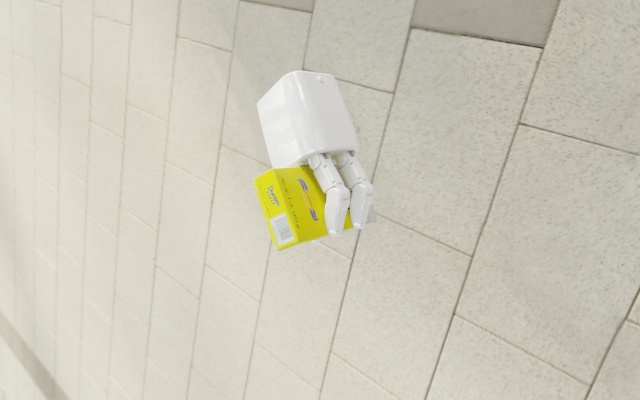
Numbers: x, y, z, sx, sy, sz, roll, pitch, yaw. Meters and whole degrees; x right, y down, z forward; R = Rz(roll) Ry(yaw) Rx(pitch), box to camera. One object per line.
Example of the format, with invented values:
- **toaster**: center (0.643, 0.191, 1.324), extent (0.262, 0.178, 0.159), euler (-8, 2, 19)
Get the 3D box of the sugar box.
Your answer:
- **sugar box**: center (0.000, 0.002, 0.620), extent (0.048, 0.093, 0.176), euler (-24, -8, 40)
